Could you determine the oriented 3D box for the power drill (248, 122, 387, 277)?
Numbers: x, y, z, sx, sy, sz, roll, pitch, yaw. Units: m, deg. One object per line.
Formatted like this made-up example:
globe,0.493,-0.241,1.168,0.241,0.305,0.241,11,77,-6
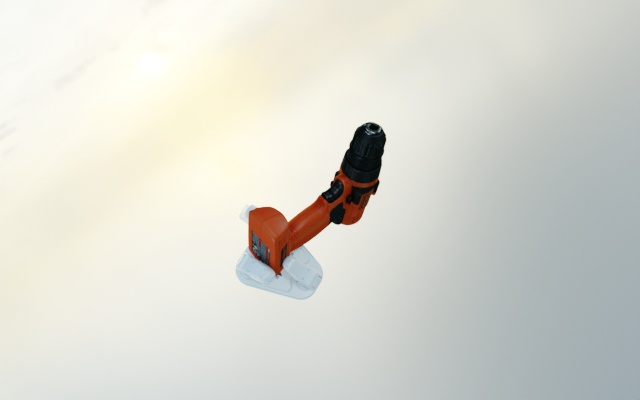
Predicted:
power drill,0.000,0.002,0.593,0.187,0.057,0.185,-32,-27,-28
